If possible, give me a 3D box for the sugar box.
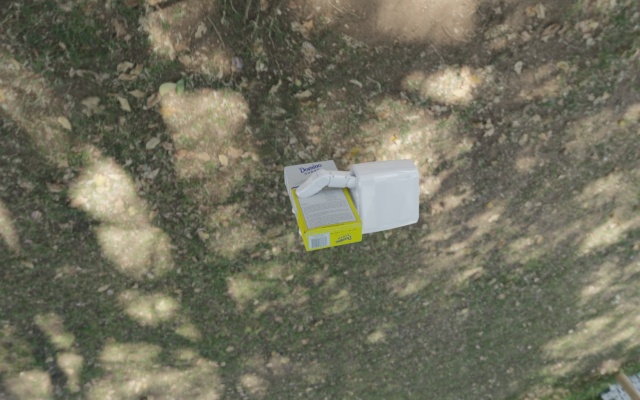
[{"bbox_3d":[0.000,0.003,0.801,0.093,0.048,0.176,-9,39,-10],"label":"sugar box"}]
